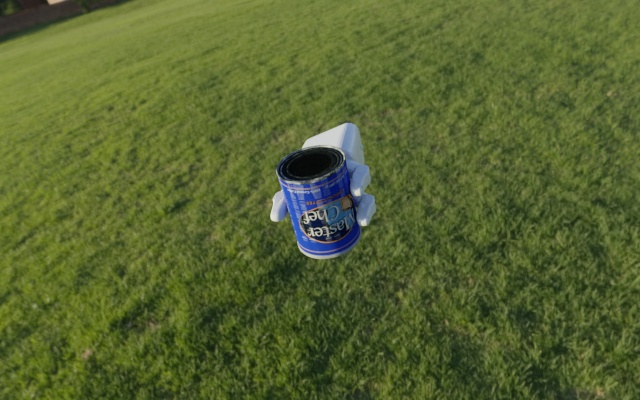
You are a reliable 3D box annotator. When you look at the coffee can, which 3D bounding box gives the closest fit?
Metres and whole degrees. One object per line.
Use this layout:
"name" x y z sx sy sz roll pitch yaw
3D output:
"coffee can" 0.000 0.003 0.719 0.103 0.140 0.102 -10 34 7
